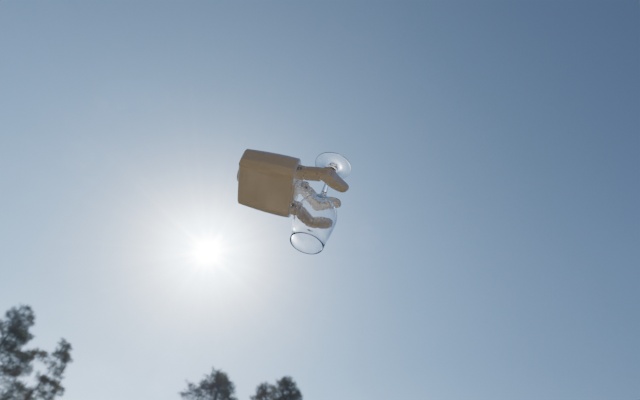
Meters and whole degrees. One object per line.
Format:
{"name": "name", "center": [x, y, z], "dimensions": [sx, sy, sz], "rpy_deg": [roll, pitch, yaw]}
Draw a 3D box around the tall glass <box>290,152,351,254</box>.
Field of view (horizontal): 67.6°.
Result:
{"name": "tall glass", "center": [0.000, 0.002, 0.893], "dimensions": [0.079, 0.201, 0.079], "rpy_deg": [11, -40, 9]}
